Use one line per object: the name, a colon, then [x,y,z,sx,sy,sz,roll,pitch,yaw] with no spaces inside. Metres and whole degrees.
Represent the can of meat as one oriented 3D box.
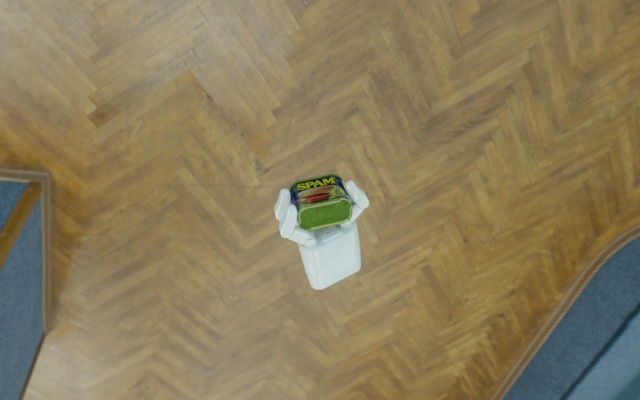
can of meat: [0.000,0.003,0.844,0.102,0.057,0.084,-12,36,-5]
